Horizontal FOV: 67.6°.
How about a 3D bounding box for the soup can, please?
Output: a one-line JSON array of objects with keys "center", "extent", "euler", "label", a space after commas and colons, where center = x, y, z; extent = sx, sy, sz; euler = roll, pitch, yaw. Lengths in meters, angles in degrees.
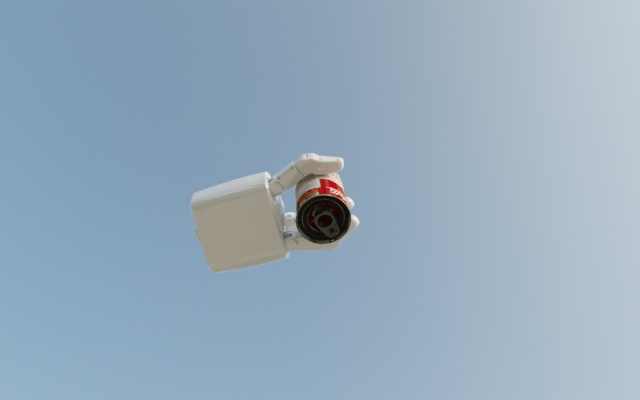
[{"center": [0.001, 0.002, 0.621], "extent": [0.068, 0.068, 0.102], "euler": [0, 26, -5], "label": "soup can"}]
